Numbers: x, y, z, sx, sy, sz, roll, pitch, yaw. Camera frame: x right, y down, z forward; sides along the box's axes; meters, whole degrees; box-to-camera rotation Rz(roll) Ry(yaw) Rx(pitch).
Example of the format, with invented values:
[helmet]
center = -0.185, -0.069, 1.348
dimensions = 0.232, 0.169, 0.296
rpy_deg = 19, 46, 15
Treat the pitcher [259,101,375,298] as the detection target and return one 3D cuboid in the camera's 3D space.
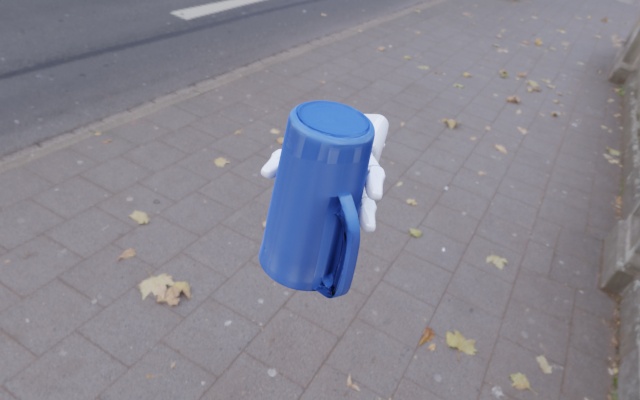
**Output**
[pitcher]
center = 0.000, 0.002, 0.639
dimensions = 0.149, 0.243, 0.145
rpy_deg = 19, 36, 9
